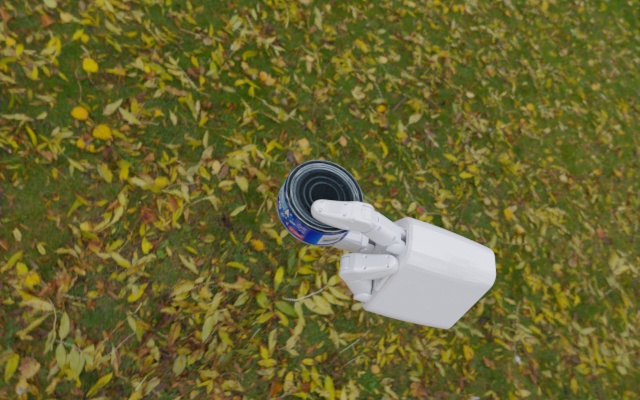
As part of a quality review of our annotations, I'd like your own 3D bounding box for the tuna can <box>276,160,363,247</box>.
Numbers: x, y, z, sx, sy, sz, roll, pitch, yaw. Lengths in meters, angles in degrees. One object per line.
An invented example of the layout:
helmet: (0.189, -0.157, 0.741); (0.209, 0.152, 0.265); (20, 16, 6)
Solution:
tuna can: (0.000, 0.001, 0.490); (0.086, 0.086, 0.034); (0, -27, -21)
